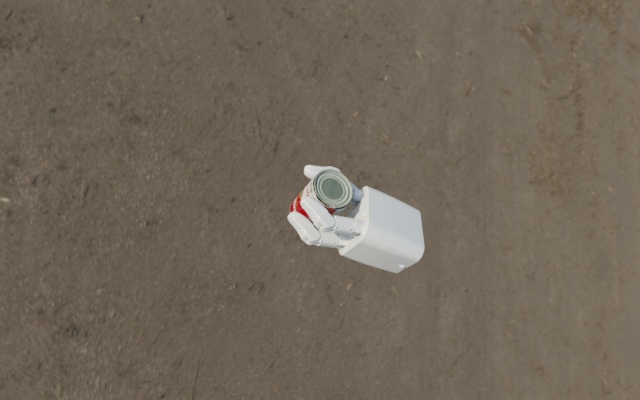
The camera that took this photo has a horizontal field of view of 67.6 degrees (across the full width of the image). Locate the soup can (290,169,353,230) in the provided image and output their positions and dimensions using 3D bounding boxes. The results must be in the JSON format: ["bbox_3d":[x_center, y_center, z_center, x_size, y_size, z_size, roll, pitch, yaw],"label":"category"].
[{"bbox_3d":[0.000,0.002,0.756,0.068,0.068,0.102,0,-24,-26],"label":"soup can"}]
